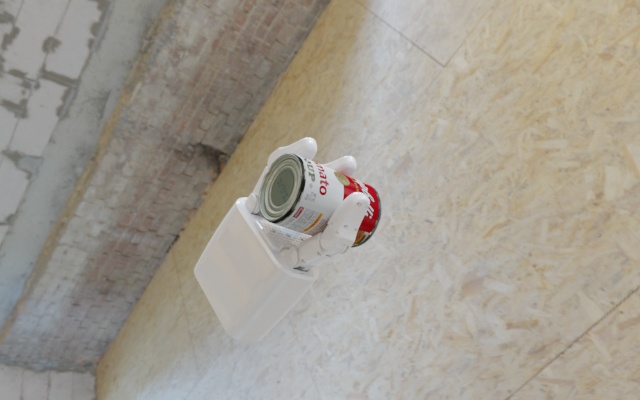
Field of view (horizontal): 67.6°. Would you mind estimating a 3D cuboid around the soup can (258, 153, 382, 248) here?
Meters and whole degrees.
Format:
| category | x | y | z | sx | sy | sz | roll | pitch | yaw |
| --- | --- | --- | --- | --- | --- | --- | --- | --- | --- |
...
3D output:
| category | x | y | z | sx | sy | sz | roll | pitch | yaw |
| --- | --- | --- | --- | --- | --- | --- | --- | --- | --- |
| soup can | 0.000 | 0.001 | 0.461 | 0.102 | 0.068 | 0.068 | 20 | -13 | -37 |
